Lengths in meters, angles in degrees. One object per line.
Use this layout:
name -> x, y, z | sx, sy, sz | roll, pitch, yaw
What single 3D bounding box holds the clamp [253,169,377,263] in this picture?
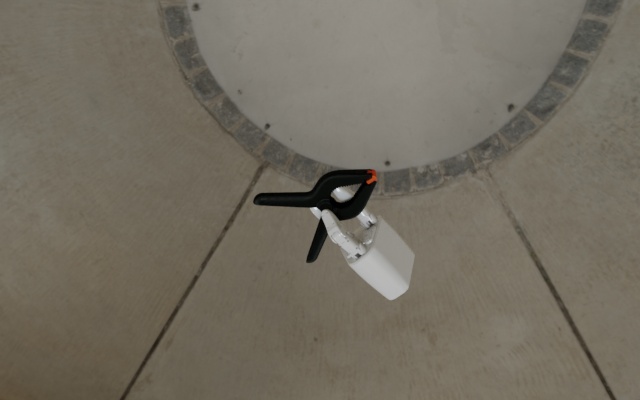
clamp -> 0.001, 0.003, 0.817 | 0.210, 0.164, 0.036 | -38, 21, 21
